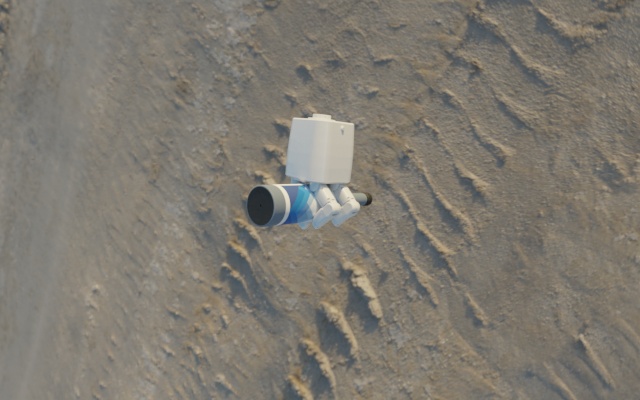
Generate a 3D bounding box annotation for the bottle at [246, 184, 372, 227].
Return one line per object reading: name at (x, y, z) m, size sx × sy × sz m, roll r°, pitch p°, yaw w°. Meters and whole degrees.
bottle at (0.000, 0.003, 0.861) m, size 0.069 × 0.069 × 0.296 m, roll 0°, pitch 2°, yaw 40°
